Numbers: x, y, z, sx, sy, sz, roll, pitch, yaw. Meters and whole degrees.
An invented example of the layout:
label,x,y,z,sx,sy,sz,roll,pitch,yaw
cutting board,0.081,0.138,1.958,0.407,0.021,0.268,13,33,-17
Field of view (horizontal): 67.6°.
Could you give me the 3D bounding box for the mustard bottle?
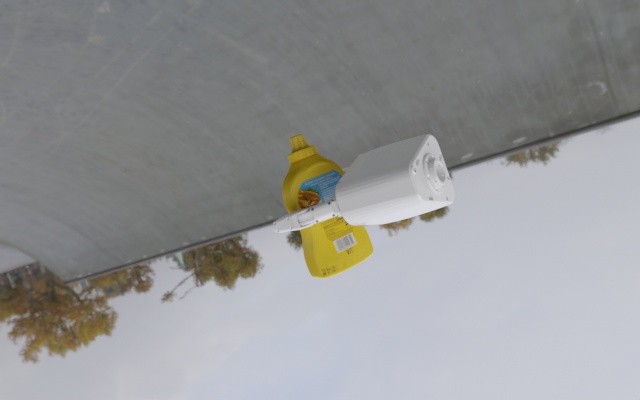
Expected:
label,x,y,z,sx,sy,sz,roll,pitch,yaw
mustard bottle,0.000,0.002,0.652,0.096,0.191,0.058,-23,5,-28
